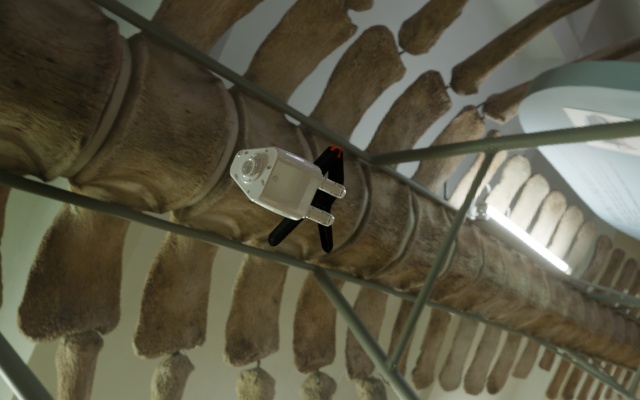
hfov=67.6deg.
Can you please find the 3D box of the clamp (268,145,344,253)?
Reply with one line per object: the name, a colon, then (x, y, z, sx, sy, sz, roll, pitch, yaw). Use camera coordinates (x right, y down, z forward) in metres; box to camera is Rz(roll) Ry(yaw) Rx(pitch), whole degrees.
clamp: (0.000, 0.002, 0.889, 0.036, 0.210, 0.164, 24, 0, 40)
